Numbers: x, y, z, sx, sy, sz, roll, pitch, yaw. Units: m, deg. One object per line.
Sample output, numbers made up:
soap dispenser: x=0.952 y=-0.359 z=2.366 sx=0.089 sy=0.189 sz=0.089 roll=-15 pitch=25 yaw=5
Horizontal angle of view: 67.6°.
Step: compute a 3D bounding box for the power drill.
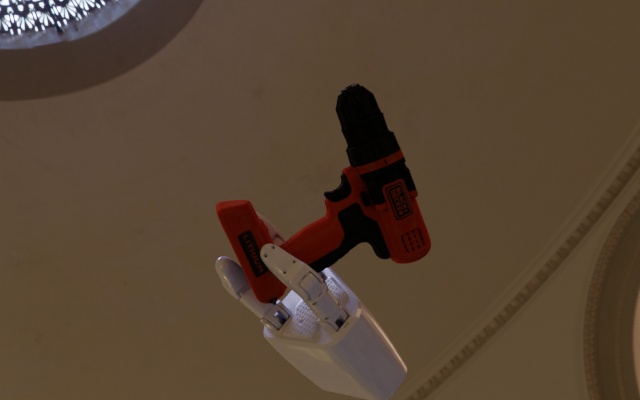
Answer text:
power drill: x=0.000 y=0.002 z=0.461 sx=0.187 sy=0.184 sz=0.057 roll=-23 pitch=7 yaw=-7
